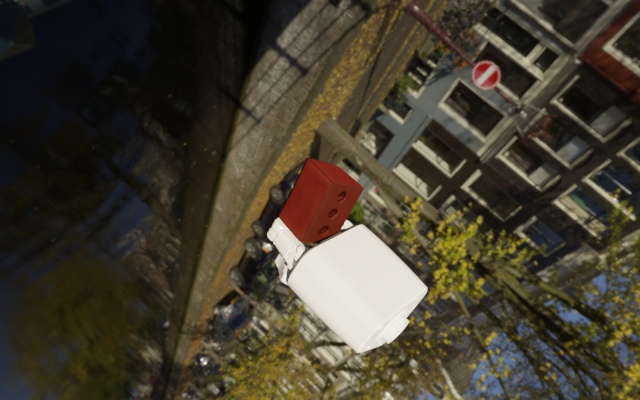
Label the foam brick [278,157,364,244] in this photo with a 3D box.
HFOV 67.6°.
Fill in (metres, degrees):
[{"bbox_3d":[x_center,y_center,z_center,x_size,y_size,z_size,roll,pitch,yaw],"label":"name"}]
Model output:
[{"bbox_3d":[0.000,0.001,0.528,0.053,0.078,0.051,8,26,-44],"label":"foam brick"}]
